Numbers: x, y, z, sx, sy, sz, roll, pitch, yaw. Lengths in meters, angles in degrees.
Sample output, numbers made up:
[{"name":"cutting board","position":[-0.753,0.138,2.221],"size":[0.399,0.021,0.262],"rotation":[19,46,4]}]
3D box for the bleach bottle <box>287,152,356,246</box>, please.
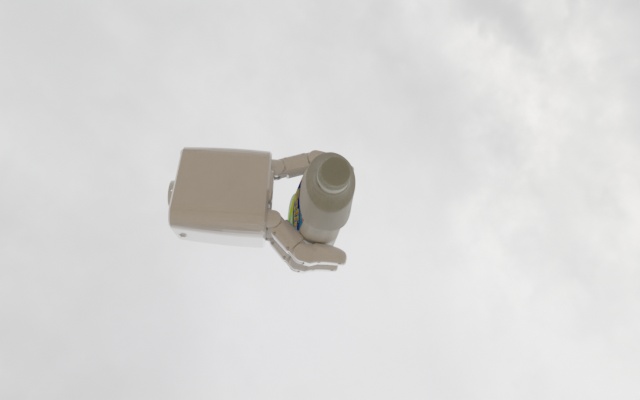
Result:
[{"name":"bleach bottle","position":[0.000,0.002,0.554],"size":[0.068,0.102,0.251],"rotation":[5,-17,-5]}]
